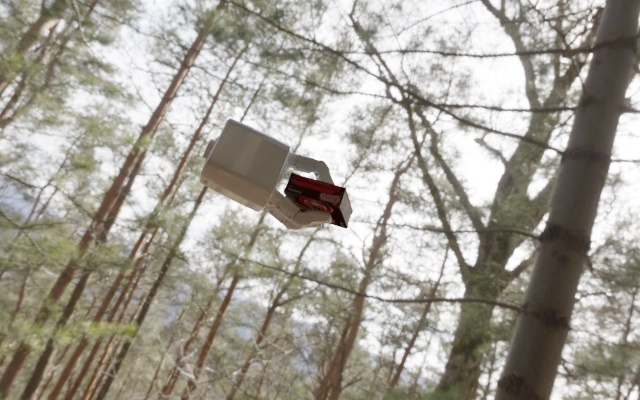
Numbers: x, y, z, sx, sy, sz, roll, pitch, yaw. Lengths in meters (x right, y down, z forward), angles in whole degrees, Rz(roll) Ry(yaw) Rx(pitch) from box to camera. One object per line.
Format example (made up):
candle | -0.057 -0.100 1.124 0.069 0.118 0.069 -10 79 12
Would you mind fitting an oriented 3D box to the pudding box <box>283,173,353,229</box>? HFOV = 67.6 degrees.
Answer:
pudding box | 0.000 0.002 0.750 0.090 0.039 0.113 17 -14 16
